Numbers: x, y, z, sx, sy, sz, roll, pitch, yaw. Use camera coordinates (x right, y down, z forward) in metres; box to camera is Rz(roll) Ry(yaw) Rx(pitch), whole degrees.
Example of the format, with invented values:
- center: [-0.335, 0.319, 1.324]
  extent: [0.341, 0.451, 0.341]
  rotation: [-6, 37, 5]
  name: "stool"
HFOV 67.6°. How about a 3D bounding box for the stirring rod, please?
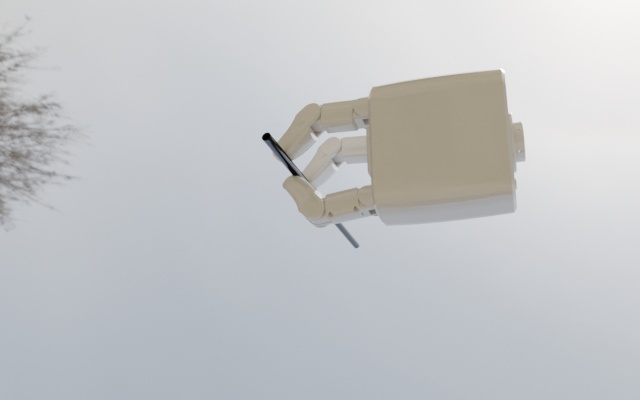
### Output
- center: [0.000, 0.002, 0.484]
  extent: [0.011, 0.011, 0.240]
  rotation: [0, -26, 24]
  name: "stirring rod"
